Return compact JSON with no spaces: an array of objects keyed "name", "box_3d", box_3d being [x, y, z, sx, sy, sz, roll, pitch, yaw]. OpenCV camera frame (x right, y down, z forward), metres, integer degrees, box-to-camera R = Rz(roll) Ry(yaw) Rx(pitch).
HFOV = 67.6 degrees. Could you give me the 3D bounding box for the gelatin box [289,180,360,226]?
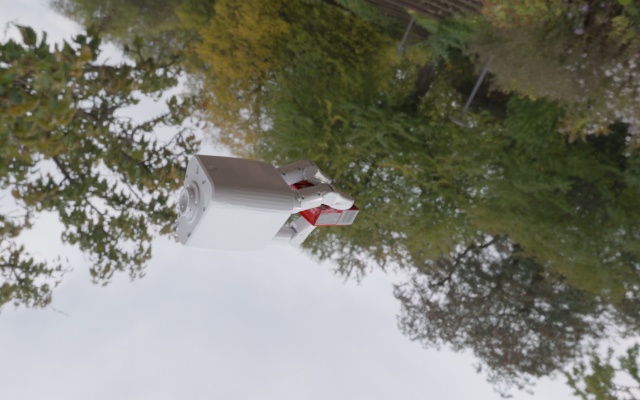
[{"name":"gelatin box","box_3d":[0.000,0.003,0.664,0.089,0.030,0.073,1,34,-50]}]
